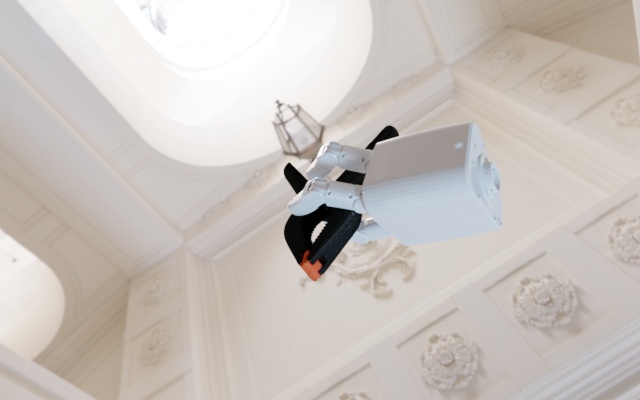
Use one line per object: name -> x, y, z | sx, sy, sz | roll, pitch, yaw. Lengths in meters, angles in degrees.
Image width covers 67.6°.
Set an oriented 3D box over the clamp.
clamp -> 0.001, 0.003, 0.553 | 0.164, 0.209, 0.036 | -13, -51, 34
